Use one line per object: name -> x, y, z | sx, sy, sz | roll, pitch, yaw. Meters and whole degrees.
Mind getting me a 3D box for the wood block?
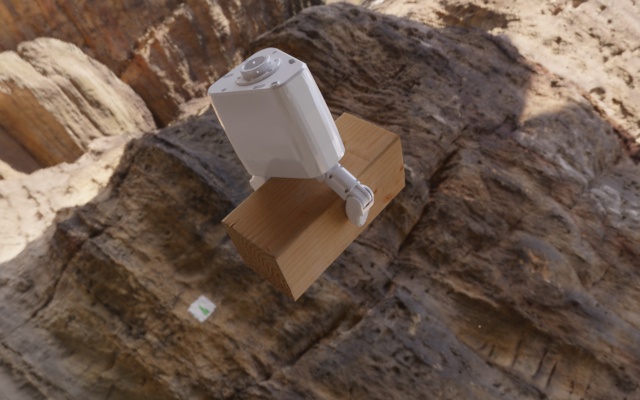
wood block -> 0.000, 0.002, 0.561 | 0.090, 0.090, 0.206 | 30, 63, 34
